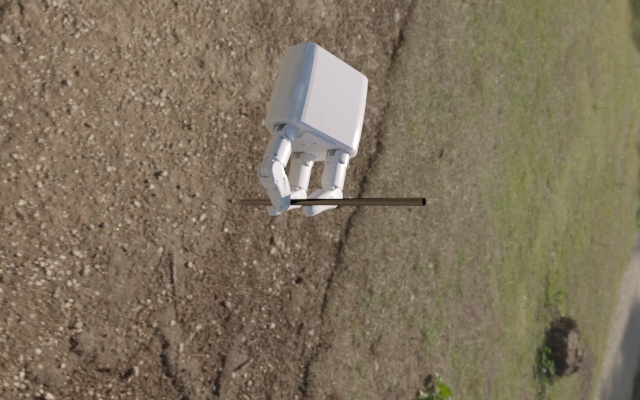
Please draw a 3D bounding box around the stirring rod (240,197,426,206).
[{"bbox_3d":[0.000,0.002,0.517,0.239,0.011,0.011,0,0,37],"label":"stirring rod"}]
